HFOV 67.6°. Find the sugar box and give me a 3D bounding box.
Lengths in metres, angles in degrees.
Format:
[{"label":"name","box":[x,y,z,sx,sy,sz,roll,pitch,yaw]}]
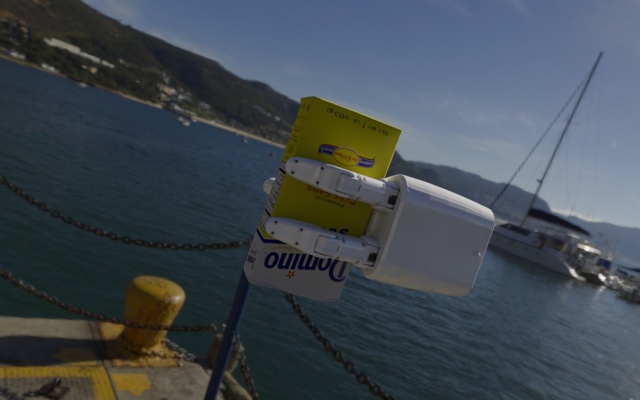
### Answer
[{"label":"sugar box","box":[0.000,0.002,0.446,0.093,0.176,0.048,17,5,-19]}]
